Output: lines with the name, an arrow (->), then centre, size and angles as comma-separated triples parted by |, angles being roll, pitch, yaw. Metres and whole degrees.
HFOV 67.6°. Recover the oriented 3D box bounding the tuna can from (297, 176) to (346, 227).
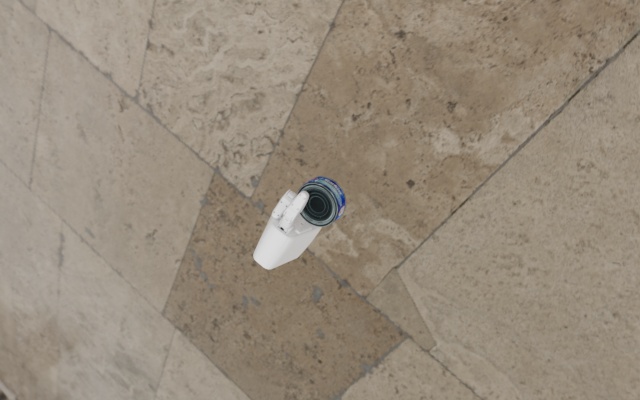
tuna can -> 0.000, 0.003, 0.842 | 0.086, 0.086, 0.033 | 0, 21, 29
